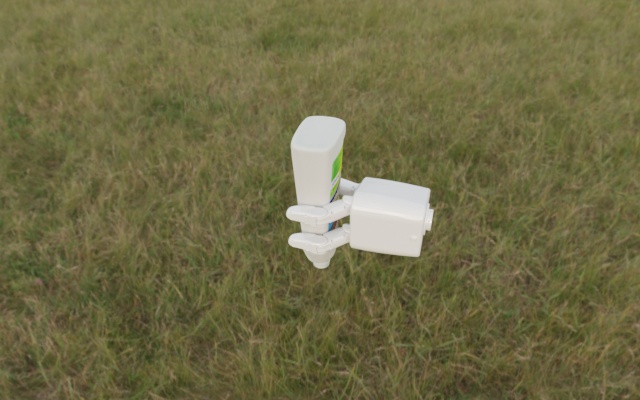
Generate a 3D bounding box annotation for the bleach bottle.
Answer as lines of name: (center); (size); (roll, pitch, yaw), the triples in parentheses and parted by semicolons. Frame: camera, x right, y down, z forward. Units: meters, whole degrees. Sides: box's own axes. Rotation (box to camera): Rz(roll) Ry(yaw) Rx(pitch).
bleach bottle: (0.000, 0.002, 0.748); (0.068, 0.251, 0.102); (9, 39, 14)
